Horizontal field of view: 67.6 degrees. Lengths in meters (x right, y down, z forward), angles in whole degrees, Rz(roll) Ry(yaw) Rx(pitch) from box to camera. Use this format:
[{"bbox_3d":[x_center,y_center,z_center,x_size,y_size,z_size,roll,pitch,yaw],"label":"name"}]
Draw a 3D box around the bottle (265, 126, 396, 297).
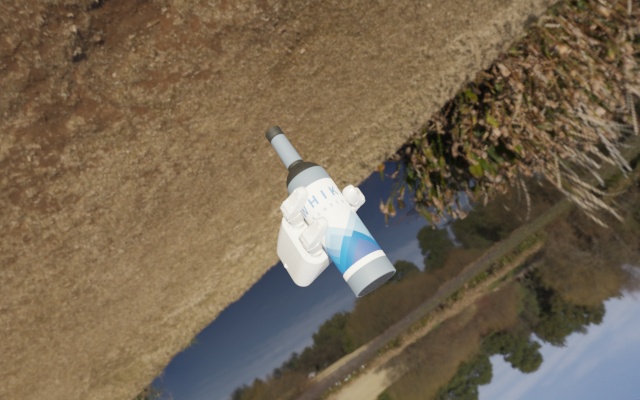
[{"bbox_3d":[0.000,0.002,0.715,0.069,0.295,0.069,-29,-22,-13],"label":"bottle"}]
